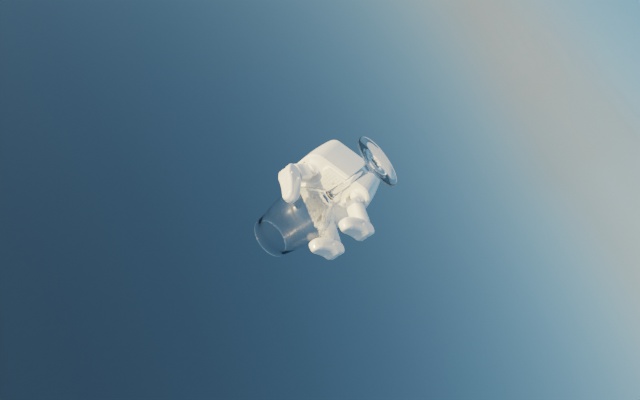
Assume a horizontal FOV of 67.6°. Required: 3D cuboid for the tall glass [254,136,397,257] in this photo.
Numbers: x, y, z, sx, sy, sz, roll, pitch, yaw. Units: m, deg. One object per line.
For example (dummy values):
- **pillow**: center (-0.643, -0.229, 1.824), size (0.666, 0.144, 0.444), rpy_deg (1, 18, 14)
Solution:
- **tall glass**: center (0.001, 0.002, 0.639), size (0.201, 0.079, 0.079), rpy_deg (-36, -18, 27)
